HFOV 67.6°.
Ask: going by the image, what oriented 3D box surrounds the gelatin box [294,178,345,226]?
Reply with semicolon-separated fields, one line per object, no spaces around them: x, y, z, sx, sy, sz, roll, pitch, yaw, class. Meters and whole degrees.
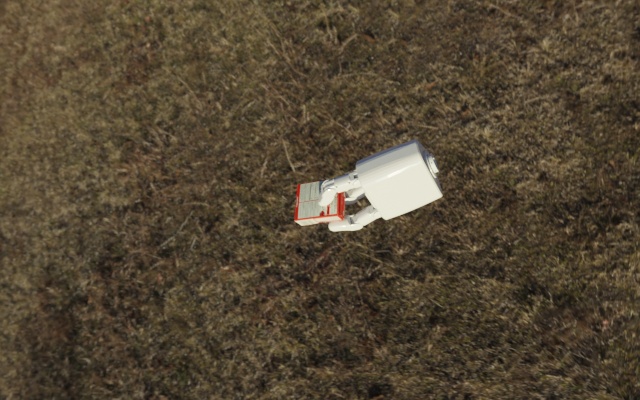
0.000;0.003;0.853;0.089;0.073;0.030;-8;-26;25;gelatin box
